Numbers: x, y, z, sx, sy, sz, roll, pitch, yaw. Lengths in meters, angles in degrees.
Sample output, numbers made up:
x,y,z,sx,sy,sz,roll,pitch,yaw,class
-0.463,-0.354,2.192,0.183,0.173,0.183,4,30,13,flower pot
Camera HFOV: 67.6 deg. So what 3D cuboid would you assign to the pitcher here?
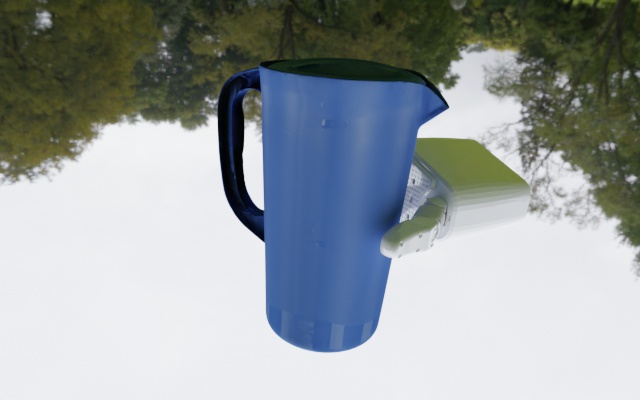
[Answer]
x,y,z,sx,sy,sz,roll,pitch,yaw,class
0.000,0.001,0.416,0.145,0.243,0.149,-8,24,-29,pitcher
